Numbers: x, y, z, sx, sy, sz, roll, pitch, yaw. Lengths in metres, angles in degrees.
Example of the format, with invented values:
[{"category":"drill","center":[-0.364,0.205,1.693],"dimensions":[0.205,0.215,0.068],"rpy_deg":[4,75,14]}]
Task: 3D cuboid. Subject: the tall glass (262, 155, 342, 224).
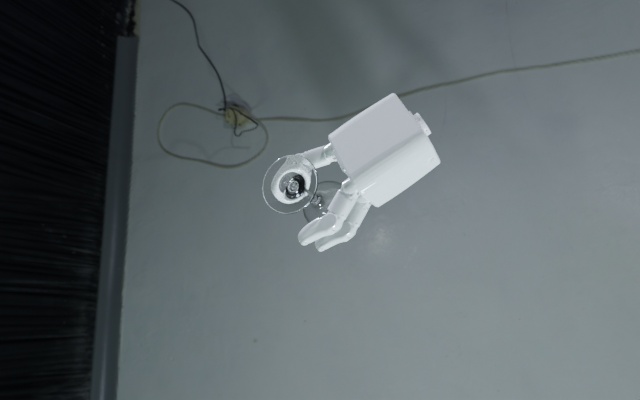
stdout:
[{"category":"tall glass","center":[0.000,0.002,0.664],"dimensions":[0.079,0.079,0.201],"rpy_deg":[0,-13,22]}]
